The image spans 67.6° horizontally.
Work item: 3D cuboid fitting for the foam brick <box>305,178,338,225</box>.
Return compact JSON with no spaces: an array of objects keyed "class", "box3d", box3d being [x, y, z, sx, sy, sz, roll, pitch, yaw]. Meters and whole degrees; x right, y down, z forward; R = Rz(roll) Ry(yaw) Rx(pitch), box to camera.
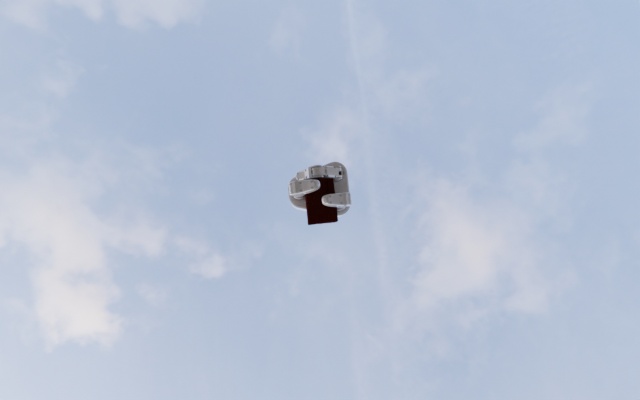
[{"class":"foam brick","box3d":[0.000,0.003,0.832,0.053,0.078,0.051,-5,-5,-3]}]
